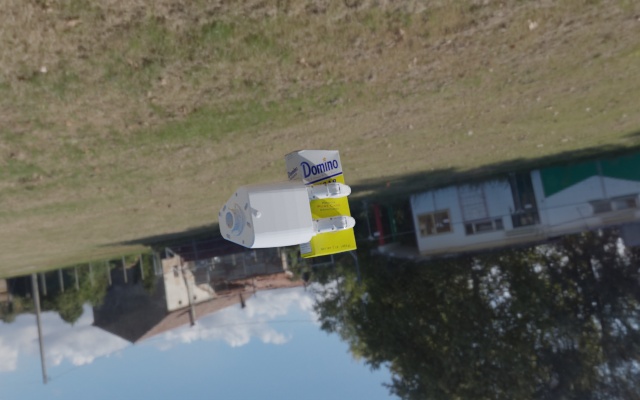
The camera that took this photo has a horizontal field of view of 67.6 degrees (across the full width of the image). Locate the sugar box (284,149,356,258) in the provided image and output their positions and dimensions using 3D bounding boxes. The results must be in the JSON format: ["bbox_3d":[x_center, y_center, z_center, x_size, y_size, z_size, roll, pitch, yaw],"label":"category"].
[{"bbox_3d":[0.000,0.003,0.806,0.093,0.176,0.048,-5,-7,-38],"label":"sugar box"}]
